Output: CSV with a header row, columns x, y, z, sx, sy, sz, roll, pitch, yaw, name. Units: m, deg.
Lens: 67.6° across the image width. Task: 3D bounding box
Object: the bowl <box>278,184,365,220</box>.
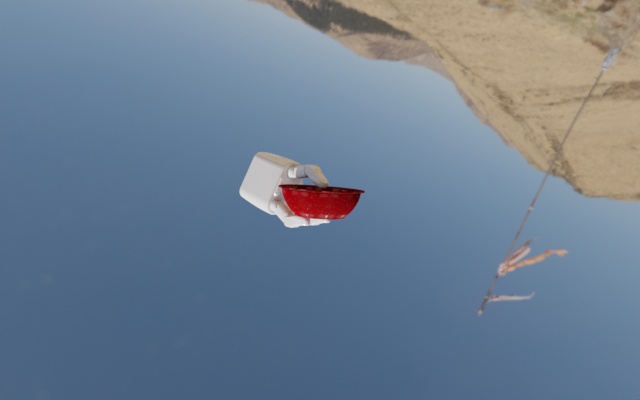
x,y,z,sx,sy,sz,roll,pitch,yaw,name
0.001,0.003,0.886,0.162,0.055,0.162,4,4,0,bowl
